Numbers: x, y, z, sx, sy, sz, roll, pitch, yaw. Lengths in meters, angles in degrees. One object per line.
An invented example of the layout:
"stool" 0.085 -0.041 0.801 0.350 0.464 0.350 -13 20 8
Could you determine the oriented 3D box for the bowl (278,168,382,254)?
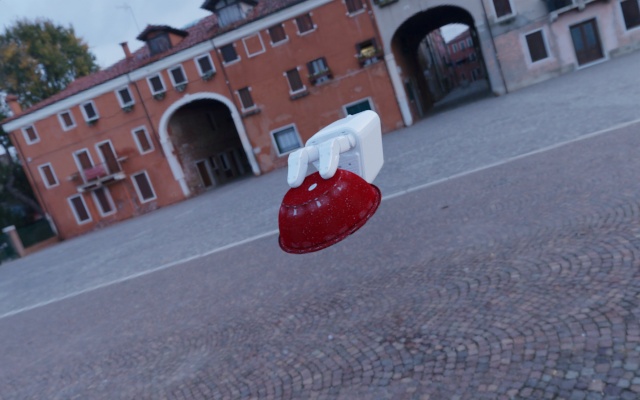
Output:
"bowl" 0.000 0.002 0.659 0.162 0.055 0.162 -25 24 12
